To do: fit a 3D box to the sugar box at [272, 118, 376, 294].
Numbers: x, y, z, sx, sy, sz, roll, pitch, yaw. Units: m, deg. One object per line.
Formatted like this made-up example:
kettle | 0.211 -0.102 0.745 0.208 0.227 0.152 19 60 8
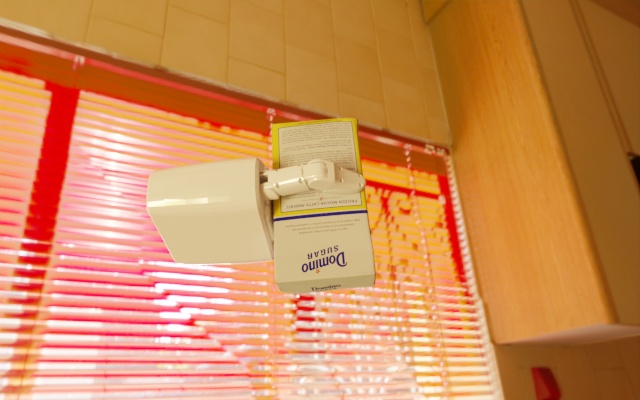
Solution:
sugar box | 0.000 0.002 0.480 0.093 0.176 0.048 -5 -25 2
